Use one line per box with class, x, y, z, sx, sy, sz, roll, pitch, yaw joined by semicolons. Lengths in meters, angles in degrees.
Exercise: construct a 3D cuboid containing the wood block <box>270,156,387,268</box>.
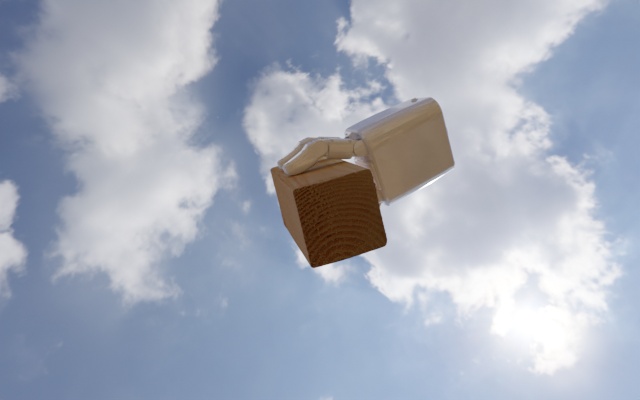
wood block;0.001;0.002;0.601;0.090;0.091;0.206;-16;13;-9
